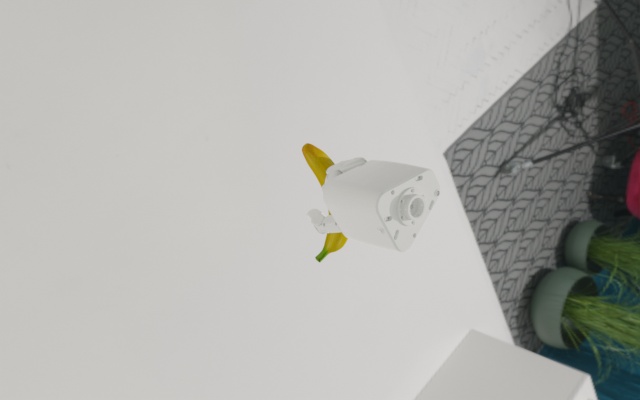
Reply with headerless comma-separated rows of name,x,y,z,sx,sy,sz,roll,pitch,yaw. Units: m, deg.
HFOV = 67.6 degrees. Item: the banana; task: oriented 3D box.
banana,0.016,0.001,0.763,0.069,0.198,0.037,-18,18,-32
